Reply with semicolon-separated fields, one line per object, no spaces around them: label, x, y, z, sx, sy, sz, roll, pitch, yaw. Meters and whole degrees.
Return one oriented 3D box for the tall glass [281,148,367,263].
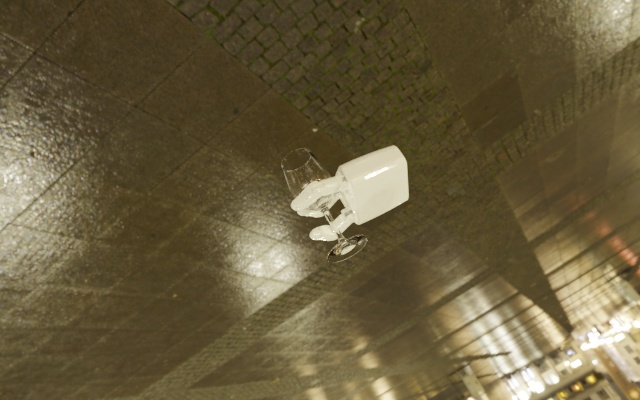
tall glass;0.000;0.003;0.817;0.079;0.201;0.079;-23;-28;-13
